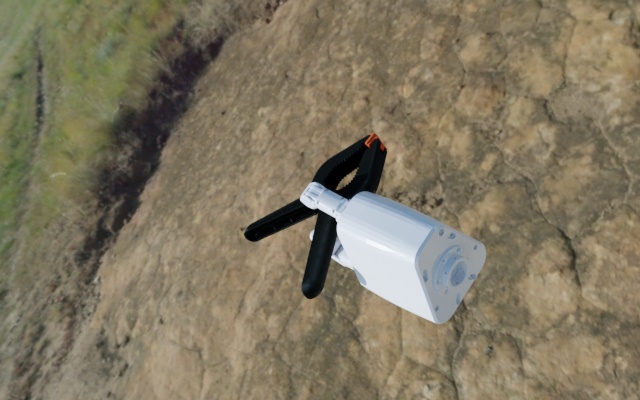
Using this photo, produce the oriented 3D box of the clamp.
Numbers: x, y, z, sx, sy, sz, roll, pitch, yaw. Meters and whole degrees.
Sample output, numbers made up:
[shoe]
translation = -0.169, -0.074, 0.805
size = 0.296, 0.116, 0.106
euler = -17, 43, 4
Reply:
[clamp]
translation = 0.000, 0.001, 0.587
size = 0.164, 0.210, 0.036
euler = 24, -17, 47
